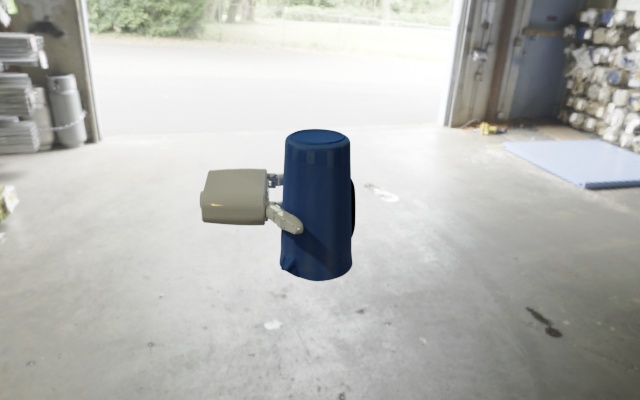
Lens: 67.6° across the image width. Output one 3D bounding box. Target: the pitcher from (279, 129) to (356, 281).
[{"bbox_3d":[0.000,0.003,0.829,0.145,0.243,0.149,0,23,-4],"label":"pitcher"}]
